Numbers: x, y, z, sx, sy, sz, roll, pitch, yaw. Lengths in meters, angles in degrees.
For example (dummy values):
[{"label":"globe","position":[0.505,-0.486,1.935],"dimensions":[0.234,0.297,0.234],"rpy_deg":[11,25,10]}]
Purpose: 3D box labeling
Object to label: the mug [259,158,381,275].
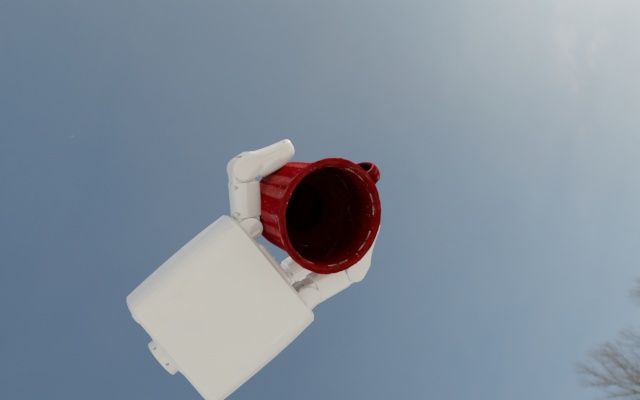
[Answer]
[{"label":"mug","position":[0.001,0.000,0.416],"dimensions":[0.117,0.093,0.081],"rpy_deg":[-39,22,-19]}]
